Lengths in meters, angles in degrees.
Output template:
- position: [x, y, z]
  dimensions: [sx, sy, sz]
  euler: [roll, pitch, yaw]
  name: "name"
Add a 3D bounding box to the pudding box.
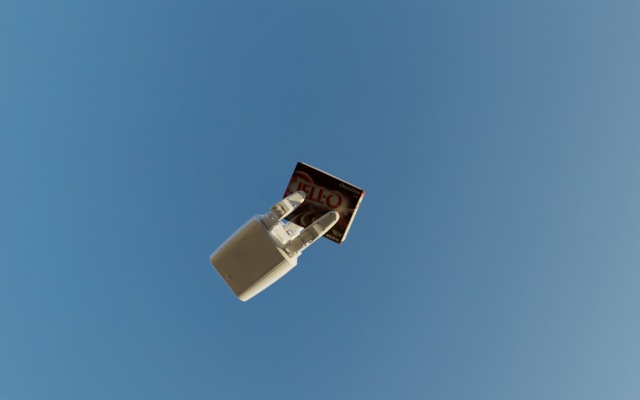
- position: [0.000, 0.002, 0.732]
  dimensions: [0.113, 0.090, 0.039]
  euler: [24, 8, 7]
  name: "pudding box"
